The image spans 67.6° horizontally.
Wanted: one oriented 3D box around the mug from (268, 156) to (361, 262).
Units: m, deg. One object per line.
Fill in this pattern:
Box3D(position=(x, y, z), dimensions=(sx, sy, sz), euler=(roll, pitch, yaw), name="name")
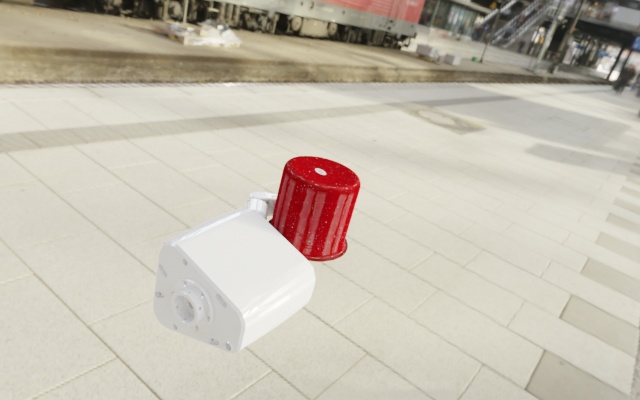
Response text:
Box3D(position=(0.001, 0.001, 0.514), dimensions=(0.093, 0.081, 0.117), euler=(26, 27, 22), name="mug")
